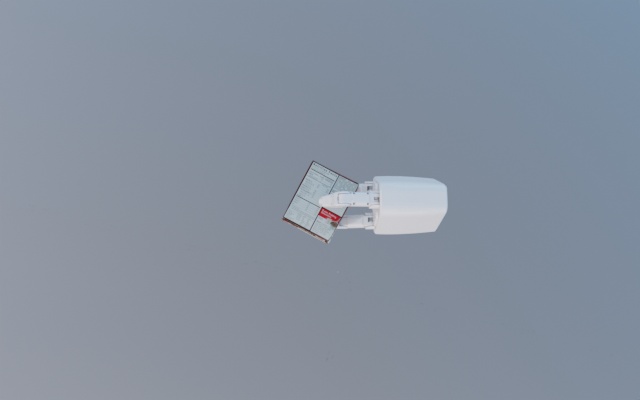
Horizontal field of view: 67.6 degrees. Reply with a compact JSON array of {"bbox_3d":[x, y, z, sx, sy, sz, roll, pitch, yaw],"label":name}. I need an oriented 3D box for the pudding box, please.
[{"bbox_3d":[0.000,0.003,0.797,0.090,0.113,0.039,28,-8,2],"label":"pudding box"}]
